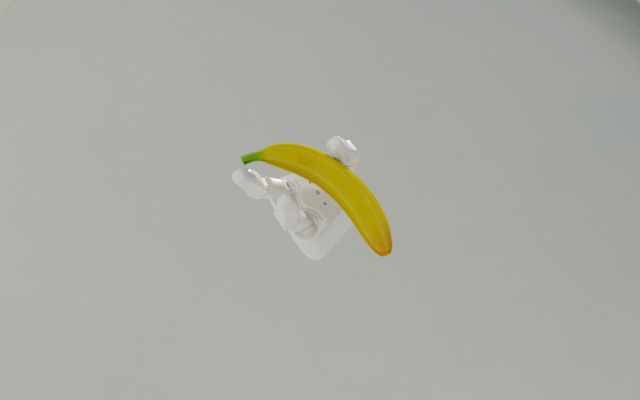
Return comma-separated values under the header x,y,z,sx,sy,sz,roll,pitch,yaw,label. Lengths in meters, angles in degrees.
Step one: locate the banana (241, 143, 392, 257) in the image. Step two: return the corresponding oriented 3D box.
x,y,z,sx,sy,sz,roll,pitch,yaw,label
0.008,-0.014,0.534,0.198,0.069,0.037,32,-19,16,banana
